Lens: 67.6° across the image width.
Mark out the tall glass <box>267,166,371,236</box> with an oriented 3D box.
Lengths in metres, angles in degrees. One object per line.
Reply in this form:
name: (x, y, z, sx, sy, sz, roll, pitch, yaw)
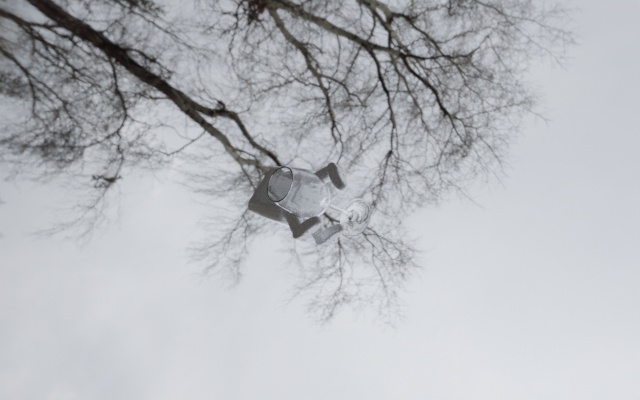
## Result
tall glass: (0.001, 0.003, 0.839, 0.079, 0.079, 0.201, 0, -17, 44)
